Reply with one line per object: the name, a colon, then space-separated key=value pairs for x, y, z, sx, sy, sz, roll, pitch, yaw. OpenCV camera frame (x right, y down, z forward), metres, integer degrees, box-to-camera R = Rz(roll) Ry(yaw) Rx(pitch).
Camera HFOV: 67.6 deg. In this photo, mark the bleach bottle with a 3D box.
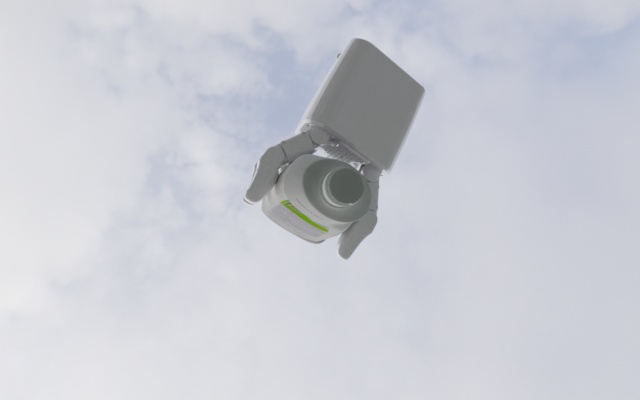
bleach bottle: x=0.000 y=0.002 z=0.492 sx=0.102 sy=0.068 sz=0.251 roll=29 pitch=-10 yaw=-9
